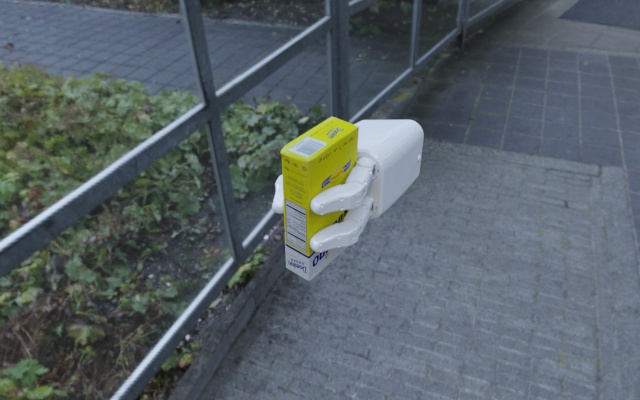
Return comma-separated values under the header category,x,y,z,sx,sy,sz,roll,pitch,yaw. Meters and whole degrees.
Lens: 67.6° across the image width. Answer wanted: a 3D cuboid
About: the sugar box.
category,x,y,z,sx,sy,sz,roll,pitch,yaw
sugar box,0.001,0.002,0.561,0.048,0.176,0.093,24,44,31
